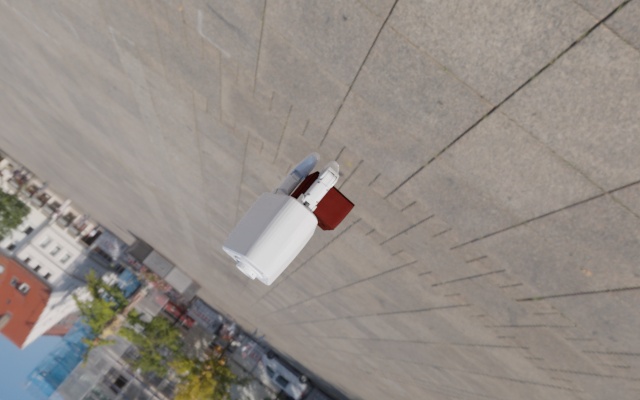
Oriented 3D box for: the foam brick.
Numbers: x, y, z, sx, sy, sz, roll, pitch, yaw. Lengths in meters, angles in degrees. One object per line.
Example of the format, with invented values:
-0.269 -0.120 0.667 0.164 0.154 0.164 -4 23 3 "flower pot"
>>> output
0.000 0.002 0.715 0.078 0.051 0.053 42 -15 -10 "foam brick"
